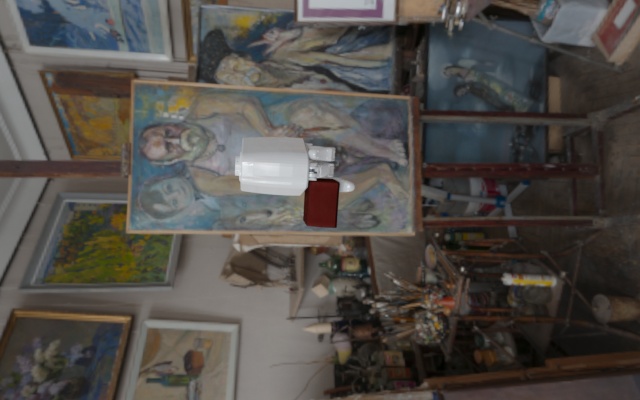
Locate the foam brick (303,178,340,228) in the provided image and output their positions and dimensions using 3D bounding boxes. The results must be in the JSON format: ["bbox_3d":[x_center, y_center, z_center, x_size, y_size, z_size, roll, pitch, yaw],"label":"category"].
[{"bbox_3d":[0.000,0.003,0.806,0.051,0.078,0.053,2,9,-11],"label":"foam brick"}]
